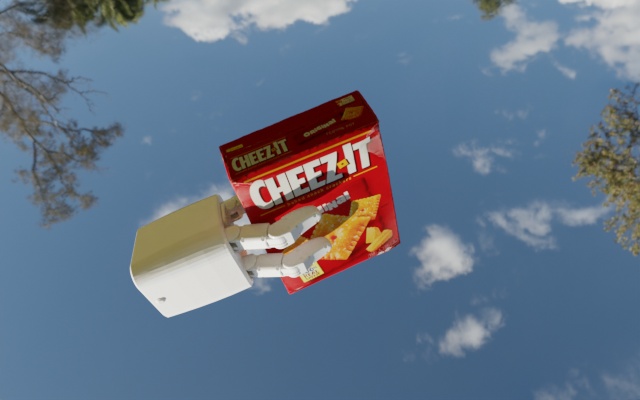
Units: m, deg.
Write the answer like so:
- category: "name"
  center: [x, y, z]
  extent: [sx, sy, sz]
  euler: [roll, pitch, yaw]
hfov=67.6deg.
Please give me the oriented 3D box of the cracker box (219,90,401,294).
- category: "cracker box"
  center: [0.000, 0.002, 0.563]
  extent: [0.164, 0.214, 0.072]
  euler: [-23, 47, -4]
